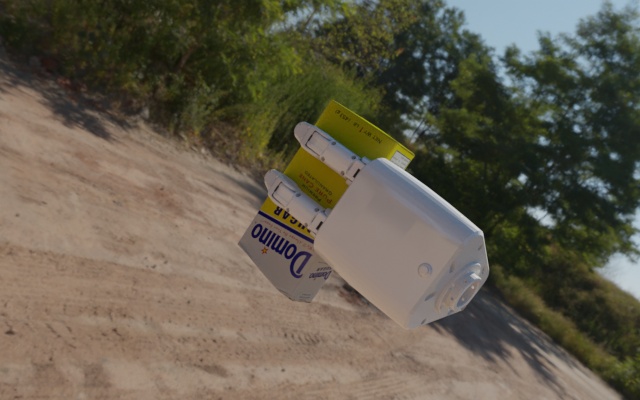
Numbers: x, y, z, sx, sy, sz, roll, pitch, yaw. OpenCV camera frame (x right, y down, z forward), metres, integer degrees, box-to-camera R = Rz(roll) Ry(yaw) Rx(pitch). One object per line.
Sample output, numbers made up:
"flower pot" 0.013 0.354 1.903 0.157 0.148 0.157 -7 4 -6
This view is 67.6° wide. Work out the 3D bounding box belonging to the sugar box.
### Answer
"sugar box" 0.000 0.001 0.462 0.093 0.176 0.048 40 9 35
